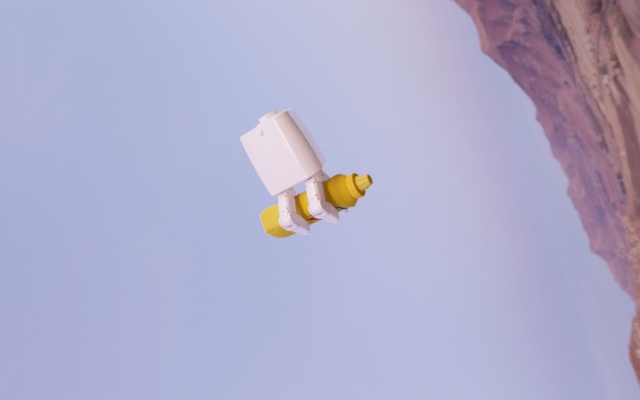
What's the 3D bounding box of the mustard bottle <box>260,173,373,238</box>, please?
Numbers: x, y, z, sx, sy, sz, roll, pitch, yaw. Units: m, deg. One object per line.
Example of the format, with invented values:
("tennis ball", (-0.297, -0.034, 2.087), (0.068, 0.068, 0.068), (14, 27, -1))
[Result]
("mustard bottle", (0.000, 0.003, 0.783), (0.192, 0.058, 0.096), (-26, -15, 27))
